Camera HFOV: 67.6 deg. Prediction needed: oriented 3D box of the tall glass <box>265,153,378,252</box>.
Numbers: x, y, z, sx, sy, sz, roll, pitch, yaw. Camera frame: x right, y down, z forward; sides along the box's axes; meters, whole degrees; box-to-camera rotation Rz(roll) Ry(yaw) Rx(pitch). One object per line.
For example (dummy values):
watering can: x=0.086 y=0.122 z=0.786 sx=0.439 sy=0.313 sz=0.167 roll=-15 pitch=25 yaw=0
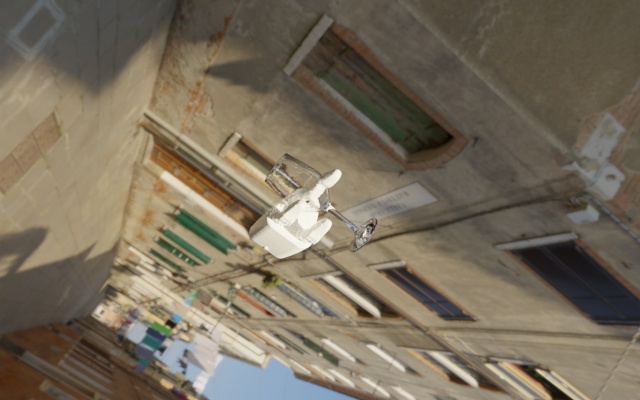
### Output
tall glass: x=0.001 y=0.003 z=0.833 sx=0.201 sy=0.079 sz=0.079 roll=38 pitch=-10 yaw=-13
